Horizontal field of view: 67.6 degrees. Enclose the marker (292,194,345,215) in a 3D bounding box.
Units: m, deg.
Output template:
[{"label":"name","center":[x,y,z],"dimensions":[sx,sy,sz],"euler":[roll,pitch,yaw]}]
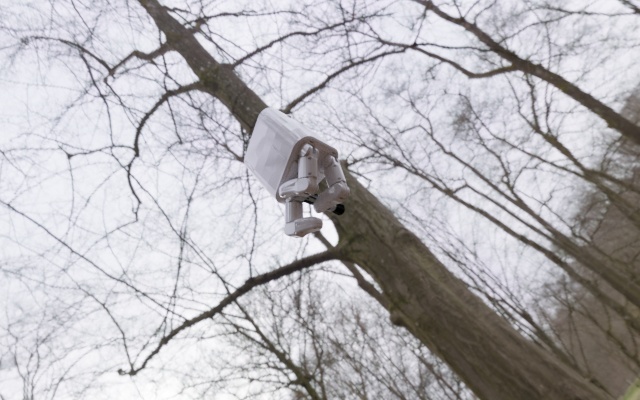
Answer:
[{"label":"marker","center":[0.000,0.002,0.726],"dimensions":[0.020,0.020,0.121],"euler":[0,-13,36]}]
